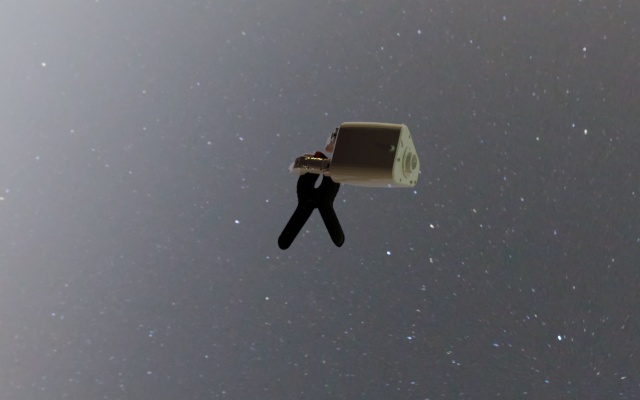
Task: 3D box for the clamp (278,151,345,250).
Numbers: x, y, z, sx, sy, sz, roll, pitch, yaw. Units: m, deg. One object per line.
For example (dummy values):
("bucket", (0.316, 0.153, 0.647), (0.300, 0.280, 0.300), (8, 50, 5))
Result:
("clamp", (0.000, 0.003, 0.766), (0.120, 0.171, 0.039), (6, -16, 30))
